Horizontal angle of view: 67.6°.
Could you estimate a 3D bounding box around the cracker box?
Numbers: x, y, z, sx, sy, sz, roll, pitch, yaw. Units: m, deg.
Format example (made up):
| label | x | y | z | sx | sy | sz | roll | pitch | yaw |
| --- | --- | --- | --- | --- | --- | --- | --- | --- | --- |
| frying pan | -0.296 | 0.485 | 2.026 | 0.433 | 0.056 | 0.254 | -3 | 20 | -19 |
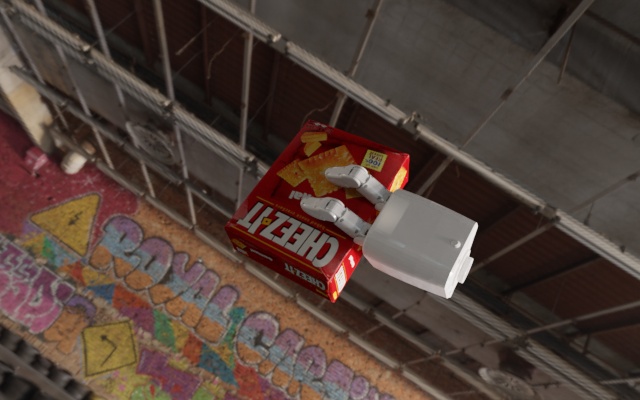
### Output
| label | x | y | z | sx | sy | sz | roll | pitch | yaw |
| --- | --- | --- | --- | --- | --- | --- | --- | --- | --- |
| cracker box | 0.000 | 0.002 | 0.647 | 0.164 | 0.213 | 0.072 | 24 | -28 | 22 |
